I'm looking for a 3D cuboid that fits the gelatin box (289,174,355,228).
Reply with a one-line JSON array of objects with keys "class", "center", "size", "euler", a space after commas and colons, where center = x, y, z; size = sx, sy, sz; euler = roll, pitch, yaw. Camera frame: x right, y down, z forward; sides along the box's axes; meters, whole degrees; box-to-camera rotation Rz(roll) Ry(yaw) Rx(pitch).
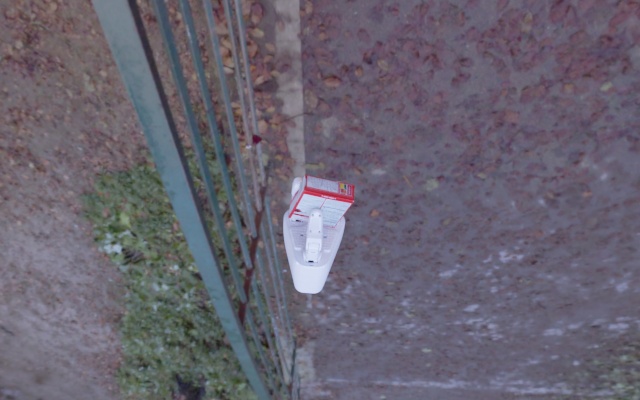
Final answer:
[{"class": "gelatin box", "center": [0.000, 0.002, 0.684], "size": [0.073, 0.030, 0.089], "euler": [12, -31, -13]}]
